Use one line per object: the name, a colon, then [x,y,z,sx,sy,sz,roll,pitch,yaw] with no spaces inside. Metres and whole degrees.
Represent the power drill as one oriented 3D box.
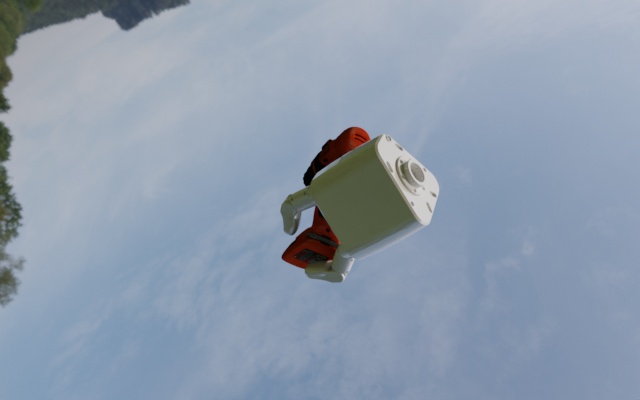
power drill: [0.000,0.003,0.690,0.057,0.187,0.184,21,-25,-14]
